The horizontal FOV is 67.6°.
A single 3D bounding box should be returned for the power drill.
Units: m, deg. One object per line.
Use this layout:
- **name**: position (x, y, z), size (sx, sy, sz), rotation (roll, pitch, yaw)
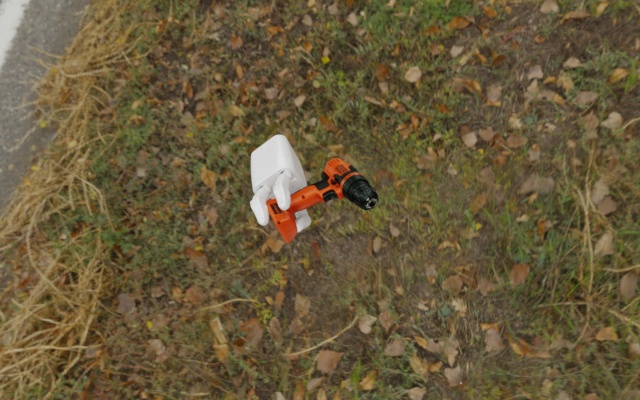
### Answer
- **power drill**: position (0.000, 0.003, 0.890), size (0.187, 0.057, 0.184), rotation (-29, 29, -6)
